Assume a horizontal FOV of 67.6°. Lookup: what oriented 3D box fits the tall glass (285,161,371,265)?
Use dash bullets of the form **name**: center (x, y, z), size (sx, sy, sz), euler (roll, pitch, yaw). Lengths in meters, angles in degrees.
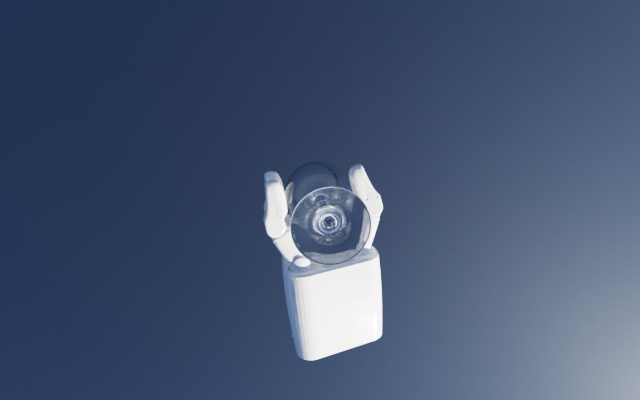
- **tall glass**: center (0.000, 0.002, 0.527), size (0.079, 0.079, 0.201), euler (0, 13, -6)
